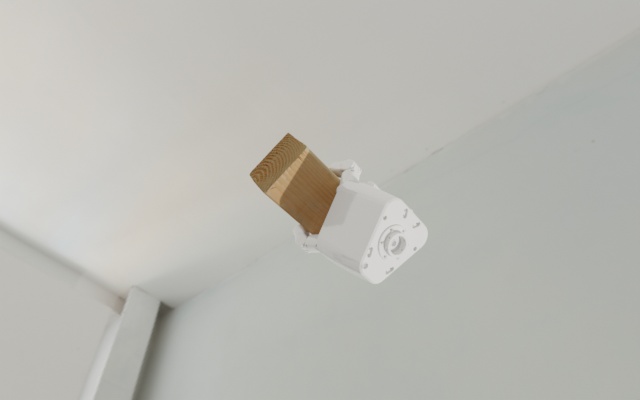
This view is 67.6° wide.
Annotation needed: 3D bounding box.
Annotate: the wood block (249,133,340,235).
[{"bbox_3d":[0.000,0.003,0.747,0.206,0.091,0.090,43,0,-31],"label":"wood block"}]
